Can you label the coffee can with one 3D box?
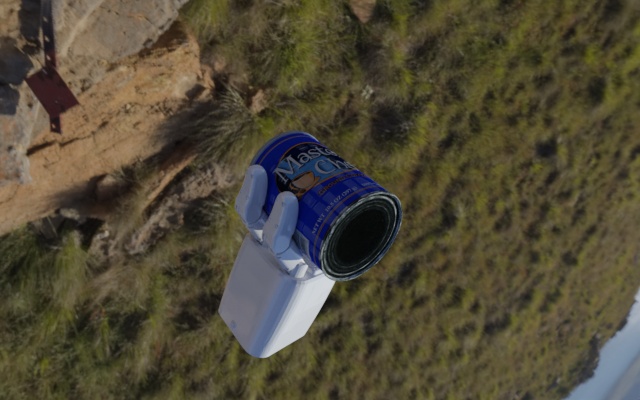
[{"bbox_3d":[0.000,0.001,0.500,0.103,0.103,0.140,0,30,-43],"label":"coffee can"}]
